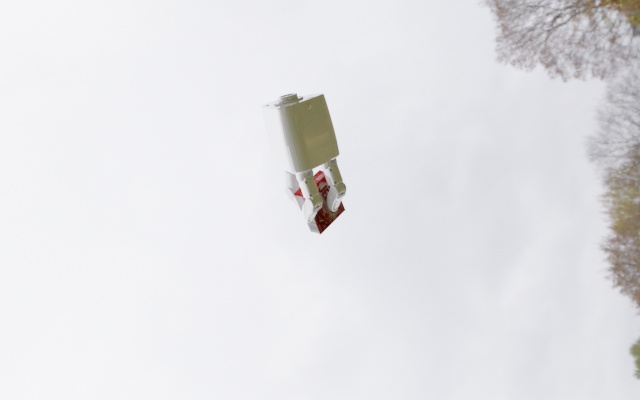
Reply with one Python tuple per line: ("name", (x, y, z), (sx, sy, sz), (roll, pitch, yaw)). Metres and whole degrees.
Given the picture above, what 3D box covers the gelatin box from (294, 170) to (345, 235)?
("gelatin box", (0.000, 0.003, 0.839), (0.030, 0.089, 0.073), (12, 45, 44))
